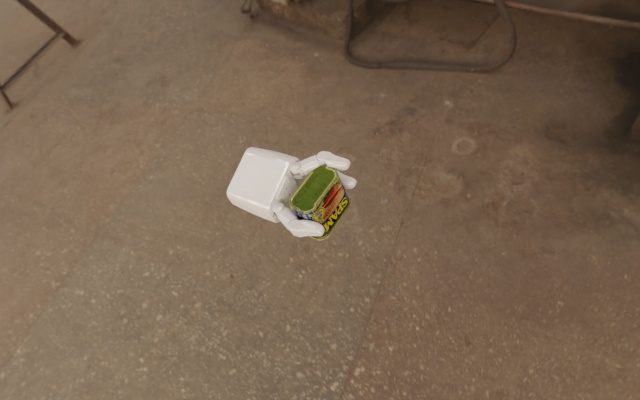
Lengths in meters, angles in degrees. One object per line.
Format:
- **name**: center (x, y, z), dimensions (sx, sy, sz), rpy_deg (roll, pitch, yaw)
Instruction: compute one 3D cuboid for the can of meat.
- **can of meat**: center (0.000, 0.003, 0.815), dimensions (0.057, 0.102, 0.084), rpy_deg (22, -26, 33)
